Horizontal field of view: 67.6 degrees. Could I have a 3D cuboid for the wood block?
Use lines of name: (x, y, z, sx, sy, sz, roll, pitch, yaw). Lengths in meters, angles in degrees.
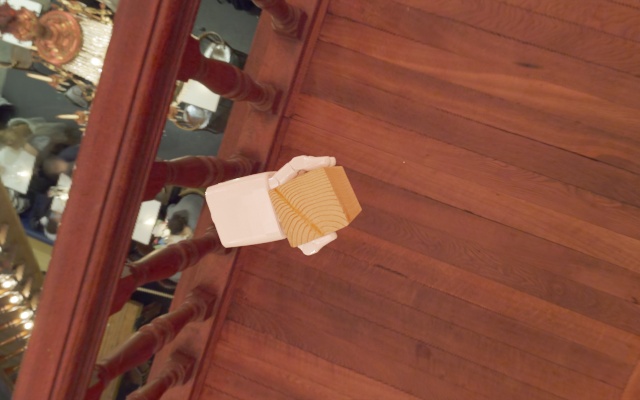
wood block: (0.000, 0.003, 0.760, 0.090, 0.091, 0.206, -23, 0, 11)
